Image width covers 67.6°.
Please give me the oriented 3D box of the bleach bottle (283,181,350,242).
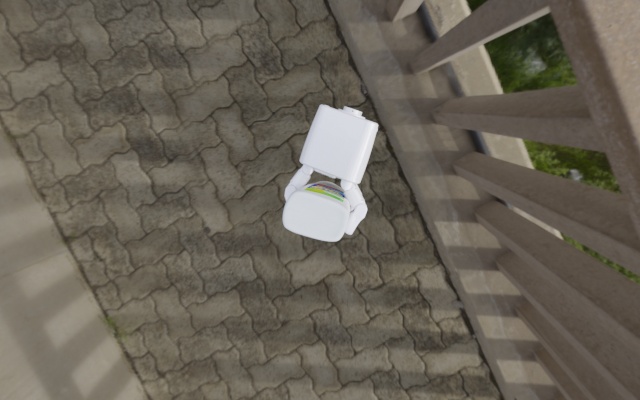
[{"bbox_3d":[0.000,0.003,0.838,0.102,0.068,0.250,17,11,-1],"label":"bleach bottle"}]
